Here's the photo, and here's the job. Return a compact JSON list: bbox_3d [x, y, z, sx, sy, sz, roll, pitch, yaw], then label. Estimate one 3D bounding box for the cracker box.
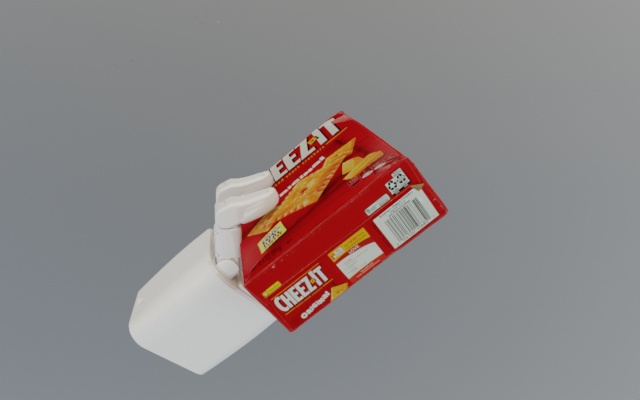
[{"bbox_3d":[0.000,0.002,0.468,0.164,0.072,0.213,-39,23,4],"label":"cracker box"}]
